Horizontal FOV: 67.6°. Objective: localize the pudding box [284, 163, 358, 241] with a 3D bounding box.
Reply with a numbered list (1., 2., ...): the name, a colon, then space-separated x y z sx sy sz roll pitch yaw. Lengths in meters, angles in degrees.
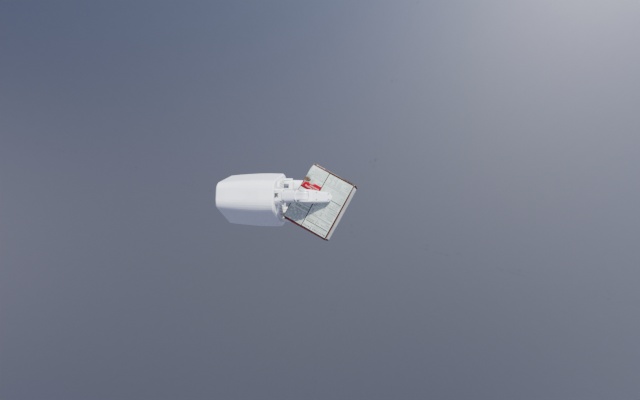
1. pudding box: 0.000 0.003 0.855 0.090 0.113 0.039 29 0 11
